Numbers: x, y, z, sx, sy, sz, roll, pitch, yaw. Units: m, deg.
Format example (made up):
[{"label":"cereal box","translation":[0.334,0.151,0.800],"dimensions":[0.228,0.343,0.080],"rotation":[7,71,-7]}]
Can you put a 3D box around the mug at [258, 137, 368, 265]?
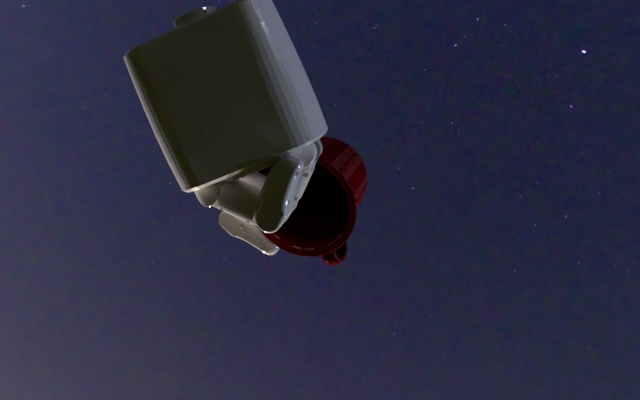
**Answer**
[{"label":"mug","translation":[0.001,0.003,0.432],"dimensions":[0.093,0.117,0.081],"rotation":[-17,16,23]}]
